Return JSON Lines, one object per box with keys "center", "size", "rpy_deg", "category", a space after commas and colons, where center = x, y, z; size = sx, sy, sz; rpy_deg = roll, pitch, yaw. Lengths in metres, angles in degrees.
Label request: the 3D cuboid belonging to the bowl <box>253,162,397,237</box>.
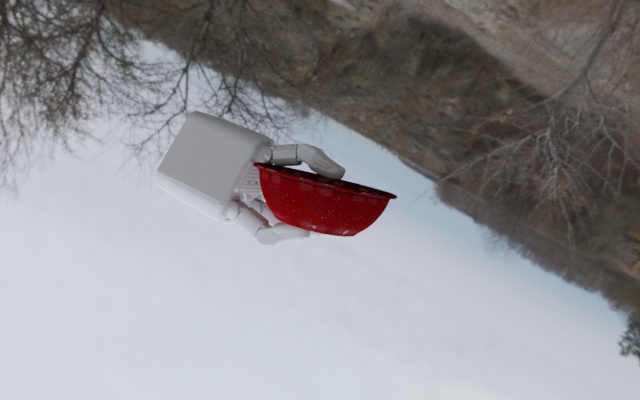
{"center": [0.001, 0.002, 0.527], "size": [0.162, 0.055, 0.162], "rpy_deg": [13, 5, -1], "category": "bowl"}
